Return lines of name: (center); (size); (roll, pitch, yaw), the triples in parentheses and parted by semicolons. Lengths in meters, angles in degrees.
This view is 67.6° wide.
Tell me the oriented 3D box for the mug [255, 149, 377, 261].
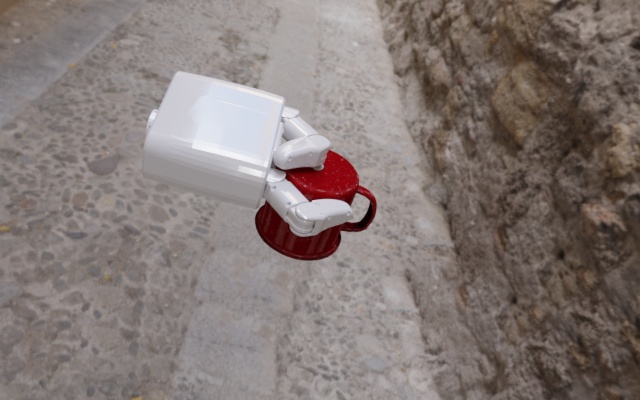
mug: (0.002, 0.002, 0.477); (0.117, 0.081, 0.093); (14, 37, -10)
